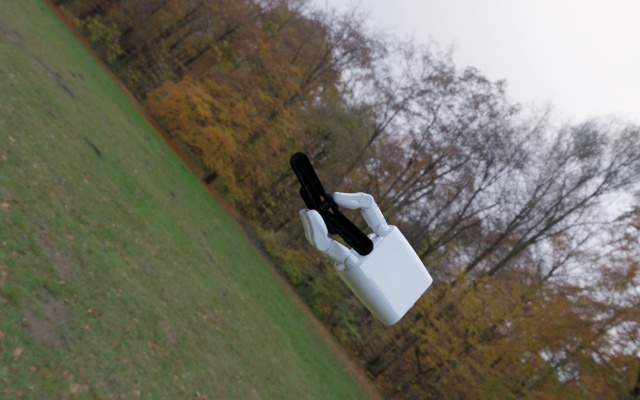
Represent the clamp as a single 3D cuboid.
[{"bbox_3d":[0.001,0.002,0.713,0.036,0.164,0.210,-36,8,-7],"label":"clamp"}]
